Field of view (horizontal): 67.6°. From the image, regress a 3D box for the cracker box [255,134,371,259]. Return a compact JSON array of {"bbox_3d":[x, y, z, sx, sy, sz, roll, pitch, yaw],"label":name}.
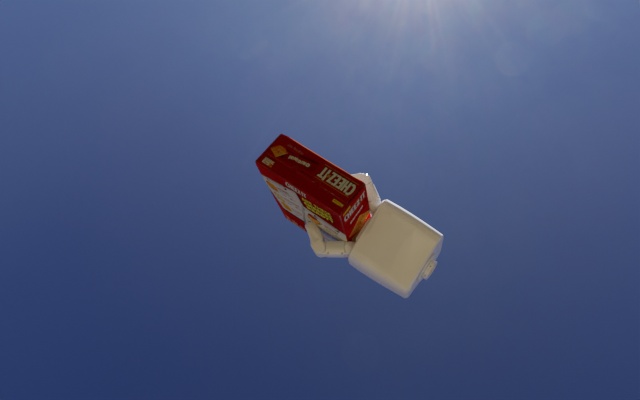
[{"bbox_3d":[0.000,0.003,0.785,0.164,0.072,0.214,32,-17,22],"label":"cracker box"}]
